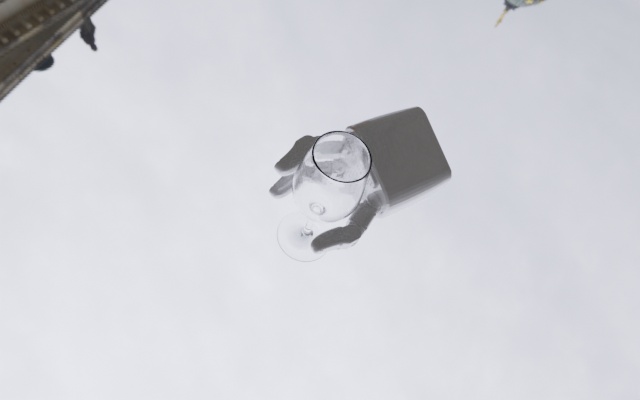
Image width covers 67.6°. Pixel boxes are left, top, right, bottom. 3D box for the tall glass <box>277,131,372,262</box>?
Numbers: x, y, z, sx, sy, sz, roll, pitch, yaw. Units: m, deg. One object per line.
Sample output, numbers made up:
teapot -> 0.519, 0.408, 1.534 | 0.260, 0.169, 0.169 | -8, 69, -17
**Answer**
tall glass -> 0.000, 0.002, 0.555 | 0.079, 0.079, 0.201 | 0, -27, -14
